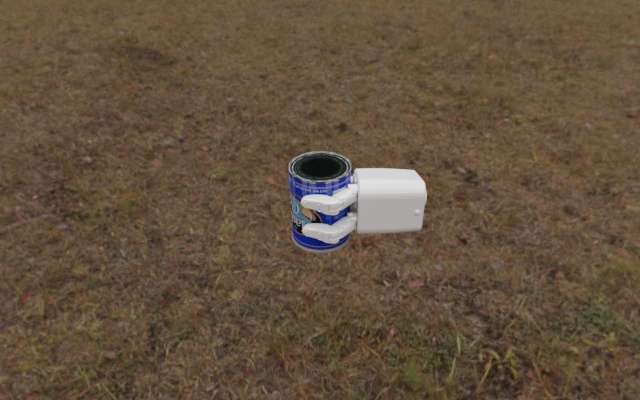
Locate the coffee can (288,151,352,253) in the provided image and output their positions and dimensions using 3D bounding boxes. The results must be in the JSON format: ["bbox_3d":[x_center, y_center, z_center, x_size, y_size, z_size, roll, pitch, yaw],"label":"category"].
[{"bbox_3d":[0.000,0.003,0.803,0.103,0.140,0.102,-1,33,0],"label":"coffee can"}]
